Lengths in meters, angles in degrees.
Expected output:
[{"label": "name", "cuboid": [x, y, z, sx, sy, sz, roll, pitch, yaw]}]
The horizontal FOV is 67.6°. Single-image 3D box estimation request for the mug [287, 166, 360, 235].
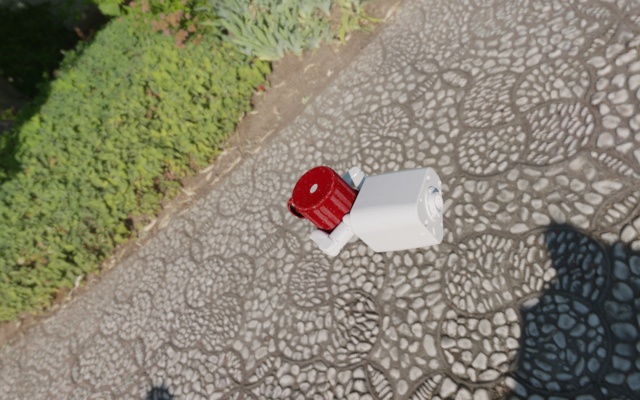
[{"label": "mug", "cuboid": [-0.001, 0.003, 0.743, 0.117, 0.093, 0.081, -12, -37, 33]}]
